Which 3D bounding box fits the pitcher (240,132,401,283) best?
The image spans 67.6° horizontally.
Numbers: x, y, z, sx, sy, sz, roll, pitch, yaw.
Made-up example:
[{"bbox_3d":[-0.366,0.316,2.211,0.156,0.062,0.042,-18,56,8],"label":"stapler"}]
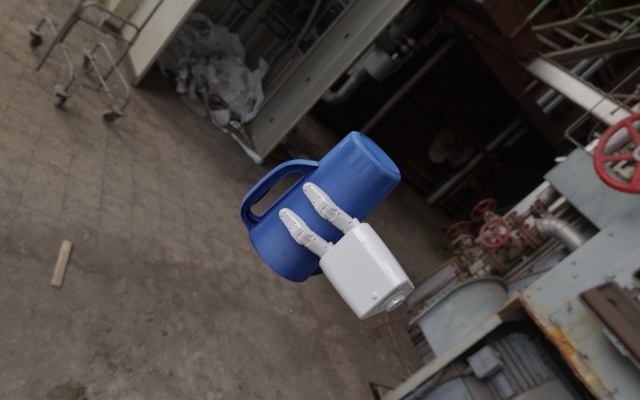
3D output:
[{"bbox_3d":[0.000,0.003,0.763,0.243,0.145,0.149,-45,-26,18],"label":"pitcher"}]
